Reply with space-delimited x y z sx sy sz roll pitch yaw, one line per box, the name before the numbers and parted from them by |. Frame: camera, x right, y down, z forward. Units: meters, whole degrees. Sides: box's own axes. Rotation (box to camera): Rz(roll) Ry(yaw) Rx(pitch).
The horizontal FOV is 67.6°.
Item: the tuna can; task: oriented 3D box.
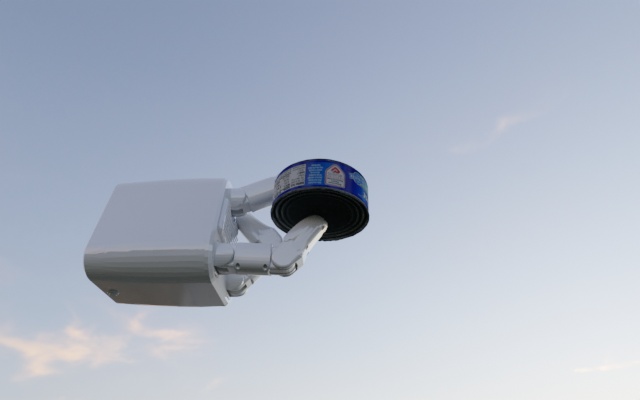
tuna can | 0.000 0.001 0.421 0.086 0.033 0.086 2 -34 1
